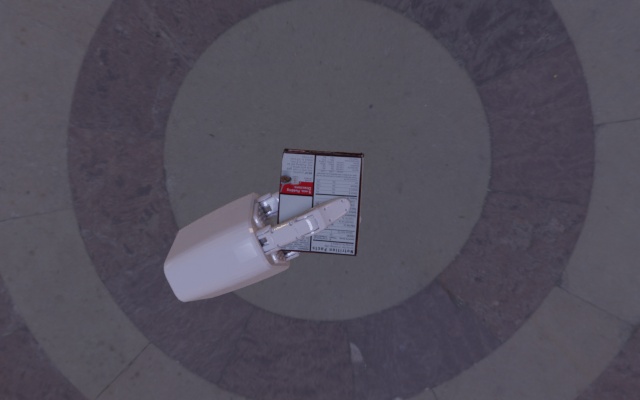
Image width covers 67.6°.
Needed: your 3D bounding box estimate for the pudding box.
[{"bbox_3d":[0.000,0.002,0.523,0.090,0.113,0.039,4,9,4],"label":"pudding box"}]
